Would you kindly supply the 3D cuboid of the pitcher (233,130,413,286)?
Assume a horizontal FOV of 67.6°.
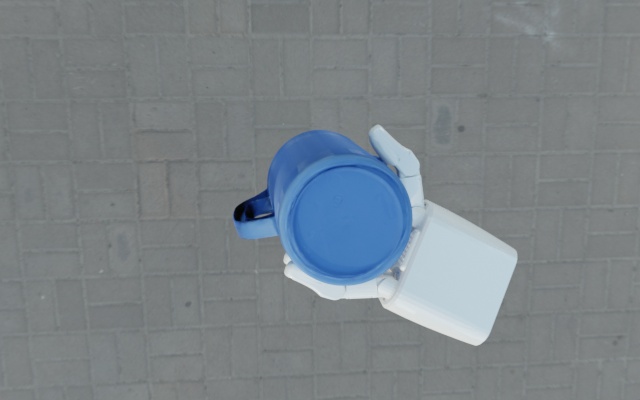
[{"bbox_3d":[0.000,0.002,0.485,0.145,0.149,0.243,28,6,-9],"label":"pitcher"}]
